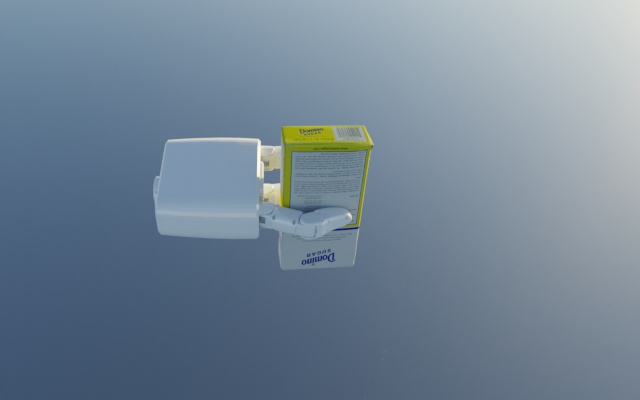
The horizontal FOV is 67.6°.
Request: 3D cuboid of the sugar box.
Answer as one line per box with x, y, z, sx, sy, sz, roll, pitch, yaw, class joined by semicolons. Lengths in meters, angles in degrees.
0.000;0.001;0.544;0.093;0.176;0.048;-1;40;-10;sugar box
